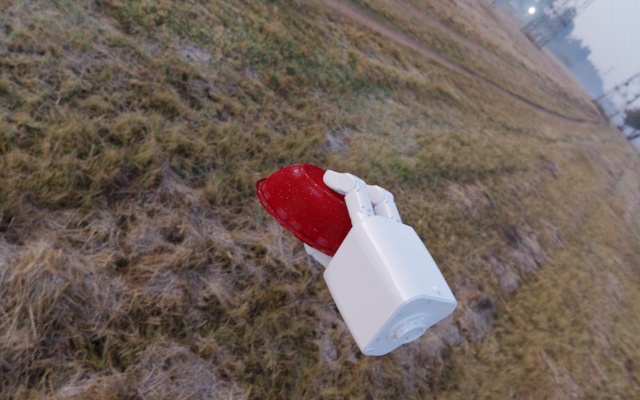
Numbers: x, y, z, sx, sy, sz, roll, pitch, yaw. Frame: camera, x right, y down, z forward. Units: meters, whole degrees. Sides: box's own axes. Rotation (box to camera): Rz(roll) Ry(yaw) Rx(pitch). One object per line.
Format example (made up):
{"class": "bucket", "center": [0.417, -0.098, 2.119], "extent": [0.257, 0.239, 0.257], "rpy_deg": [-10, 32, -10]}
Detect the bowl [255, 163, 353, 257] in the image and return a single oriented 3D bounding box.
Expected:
{"class": "bowl", "center": [0.000, 0.001, 0.601], "extent": [0.162, 0.055, 0.162], "rpy_deg": [32, 17, -11]}
